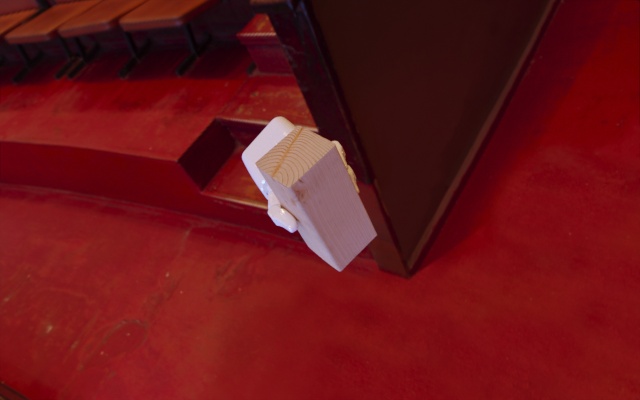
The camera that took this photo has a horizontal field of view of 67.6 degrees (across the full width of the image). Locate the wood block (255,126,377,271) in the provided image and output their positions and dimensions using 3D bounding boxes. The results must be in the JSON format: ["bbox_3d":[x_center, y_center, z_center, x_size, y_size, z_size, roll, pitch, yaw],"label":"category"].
[{"bbox_3d":[0.000,0.002,0.722,0.090,0.091,0.206,34,-19,43],"label":"wood block"}]
